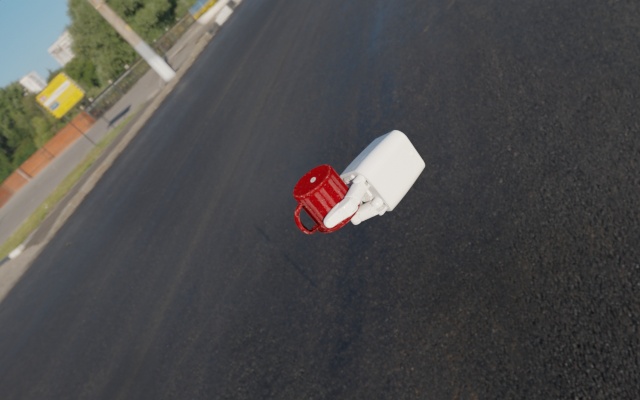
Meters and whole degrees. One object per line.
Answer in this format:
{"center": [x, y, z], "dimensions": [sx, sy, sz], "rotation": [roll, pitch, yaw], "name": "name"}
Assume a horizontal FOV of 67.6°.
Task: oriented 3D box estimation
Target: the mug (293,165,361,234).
{"center": [-0.001, 0.004, 0.802], "dimensions": [0.081, 0.117, 0.093], "rotation": [50, -19, -25], "name": "mug"}
